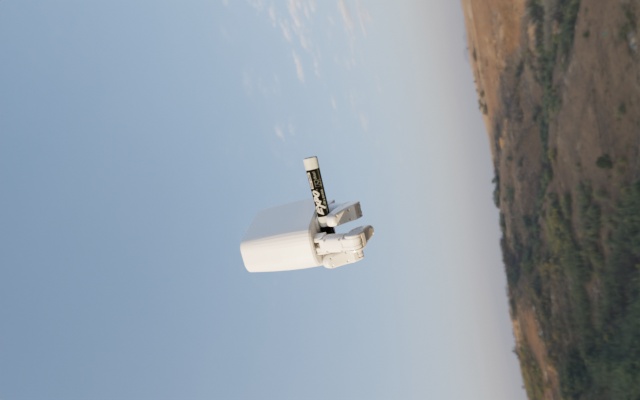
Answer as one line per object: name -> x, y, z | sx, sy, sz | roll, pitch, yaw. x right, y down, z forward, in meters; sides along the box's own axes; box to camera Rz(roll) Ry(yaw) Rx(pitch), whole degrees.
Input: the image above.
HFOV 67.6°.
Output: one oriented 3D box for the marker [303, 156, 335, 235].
marker -> 0.000, 0.002, 0.629 | 0.020, 0.121, 0.020 | -13, 10, 2
